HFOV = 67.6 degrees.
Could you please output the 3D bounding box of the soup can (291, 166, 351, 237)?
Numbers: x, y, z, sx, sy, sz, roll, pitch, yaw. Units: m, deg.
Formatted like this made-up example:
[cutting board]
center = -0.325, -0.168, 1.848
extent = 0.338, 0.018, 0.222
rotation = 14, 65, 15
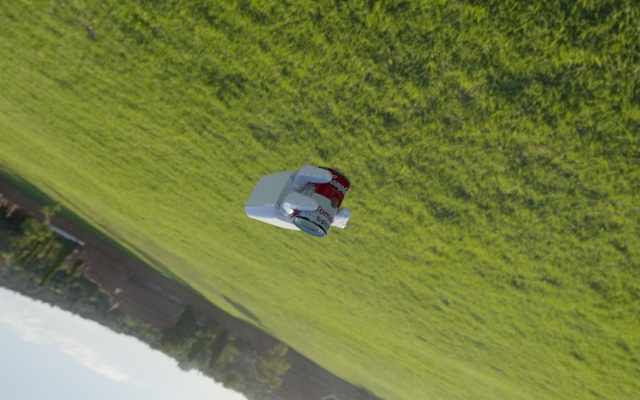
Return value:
[soup can]
center = 0.000, 0.003, 0.811
extent = 0.068, 0.102, 0.068
rotation = 23, -21, 10
